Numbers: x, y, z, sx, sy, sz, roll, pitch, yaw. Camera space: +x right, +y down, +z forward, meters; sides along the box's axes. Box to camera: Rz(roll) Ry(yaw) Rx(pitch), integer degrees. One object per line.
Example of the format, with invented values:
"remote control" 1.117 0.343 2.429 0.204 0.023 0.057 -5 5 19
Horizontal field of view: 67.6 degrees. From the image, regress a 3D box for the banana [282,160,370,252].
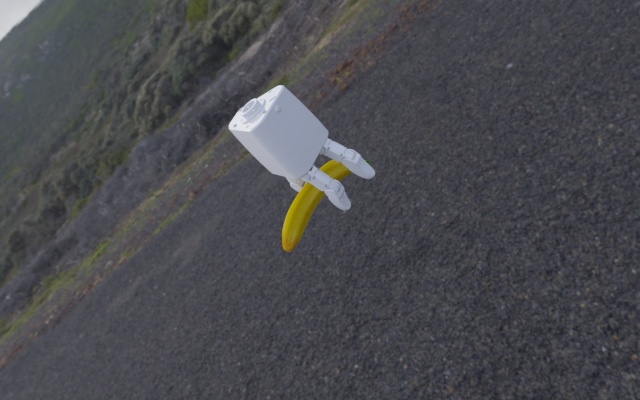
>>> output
"banana" -0.007 -0.005 0.779 0.037 0.198 0.069 47 -10 -35
